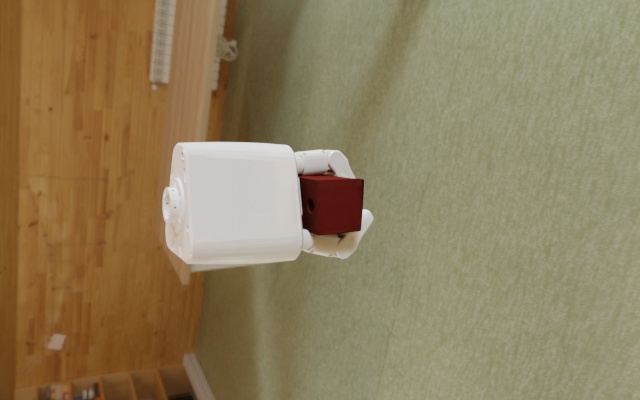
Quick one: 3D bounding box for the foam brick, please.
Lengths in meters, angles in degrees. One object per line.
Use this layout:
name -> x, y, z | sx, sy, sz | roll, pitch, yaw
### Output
foam brick -> 0.000, 0.002, 0.480 | 0.051, 0.053, 0.078 | -3, 8, -31
